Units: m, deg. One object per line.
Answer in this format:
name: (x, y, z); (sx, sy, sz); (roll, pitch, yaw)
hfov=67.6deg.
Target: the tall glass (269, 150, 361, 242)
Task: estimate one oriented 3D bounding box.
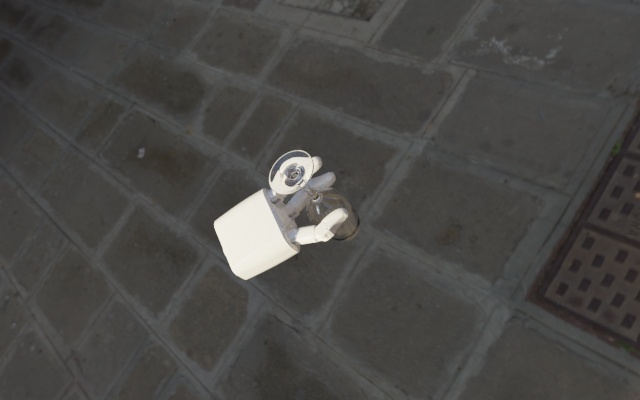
tall glass: (0.000, 0.002, 0.769); (0.079, 0.079, 0.201); (0, -26, 29)
